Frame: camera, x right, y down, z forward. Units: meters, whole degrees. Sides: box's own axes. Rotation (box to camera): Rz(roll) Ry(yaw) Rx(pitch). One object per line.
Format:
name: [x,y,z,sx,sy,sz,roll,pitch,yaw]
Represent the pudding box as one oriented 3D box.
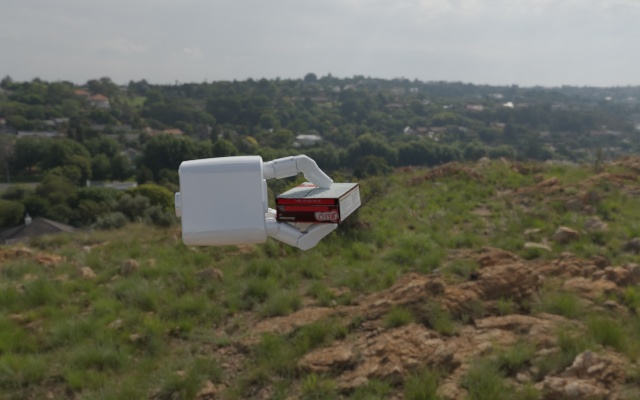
pudding box: [0.000,0.002,0.657,0.090,0.039,0.113,2,14,19]
